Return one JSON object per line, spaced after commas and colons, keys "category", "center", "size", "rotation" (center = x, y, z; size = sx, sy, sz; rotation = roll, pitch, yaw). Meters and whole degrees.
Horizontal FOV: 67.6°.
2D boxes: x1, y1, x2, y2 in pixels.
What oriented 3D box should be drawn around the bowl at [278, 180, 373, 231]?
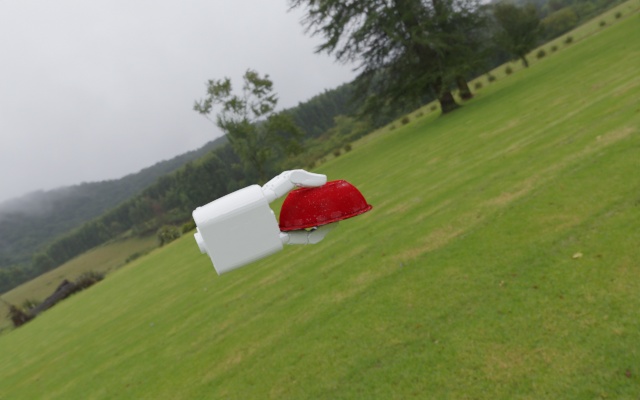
{"category": "bowl", "center": [0.001, 0.002, 0.771], "size": [0.162, 0.055, 0.162], "rotation": [-12, 5, 1]}
